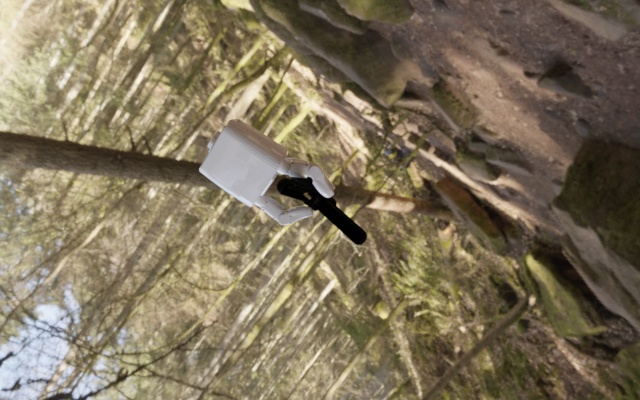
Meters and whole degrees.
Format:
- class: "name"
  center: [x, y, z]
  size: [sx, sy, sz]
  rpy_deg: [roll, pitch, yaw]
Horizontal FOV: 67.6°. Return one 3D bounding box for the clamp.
- class: "clamp"
  center: [-0.001, 0.003, 0.812]
  size: [0.164, 0.036, 0.210]
  rpy_deg: [36, 7, -8]
